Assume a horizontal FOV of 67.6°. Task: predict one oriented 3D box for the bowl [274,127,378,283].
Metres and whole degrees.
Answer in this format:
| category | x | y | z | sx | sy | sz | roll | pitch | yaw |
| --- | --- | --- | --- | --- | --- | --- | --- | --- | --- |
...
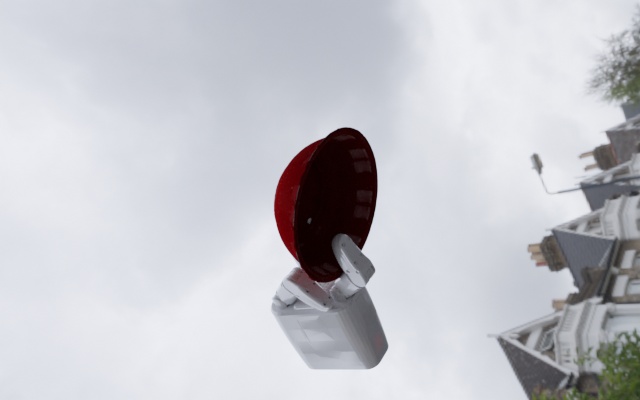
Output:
| category | x | y | z | sx | sy | sz | roll | pitch | yaw |
| --- | --- | --- | --- | --- | --- | --- | --- | --- | --- |
| bowl | 0.000 | 0.000 | 0.504 | 0.055 | 0.162 | 0.162 | 12 | 6 | 32 |
